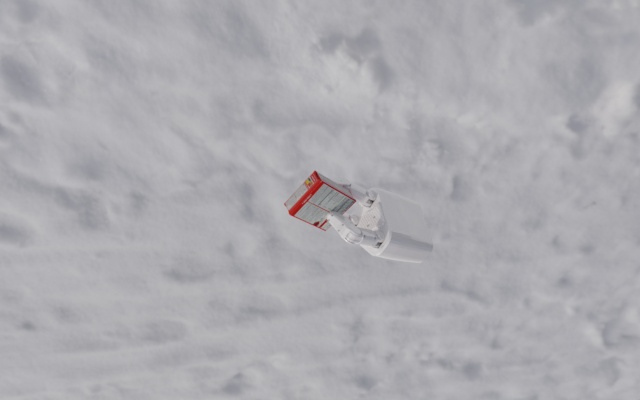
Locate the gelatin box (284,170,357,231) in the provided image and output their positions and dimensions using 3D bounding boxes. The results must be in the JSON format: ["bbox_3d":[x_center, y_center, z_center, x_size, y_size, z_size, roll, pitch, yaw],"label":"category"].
[{"bbox_3d":[0.000,0.003,0.736,0.089,0.073,0.030,27,24,-44],"label":"gelatin box"}]
